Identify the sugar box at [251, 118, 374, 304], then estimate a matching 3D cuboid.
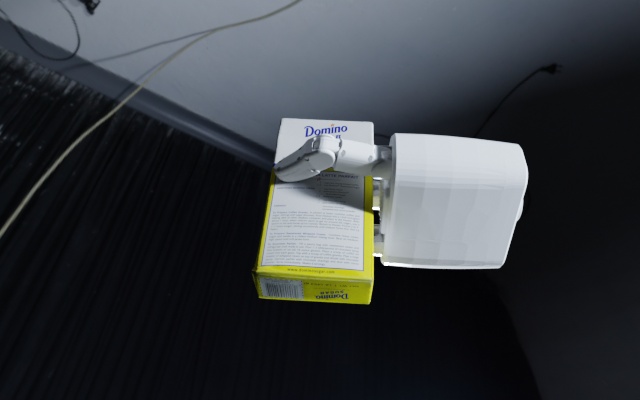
[{"bbox_3d":[0.000,0.002,0.423,0.093,0.176,0.048,3,-41,3],"label":"sugar box"}]
